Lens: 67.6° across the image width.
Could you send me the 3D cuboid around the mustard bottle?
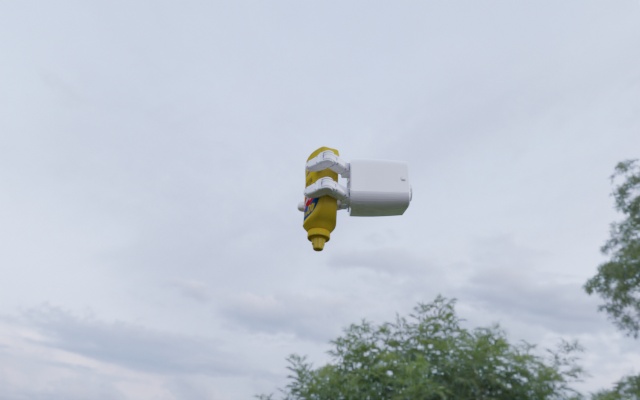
[{"bbox_3d":[0.000,0.003,0.876,0.058,0.191,0.096,13,-31,-19],"label":"mustard bottle"}]
